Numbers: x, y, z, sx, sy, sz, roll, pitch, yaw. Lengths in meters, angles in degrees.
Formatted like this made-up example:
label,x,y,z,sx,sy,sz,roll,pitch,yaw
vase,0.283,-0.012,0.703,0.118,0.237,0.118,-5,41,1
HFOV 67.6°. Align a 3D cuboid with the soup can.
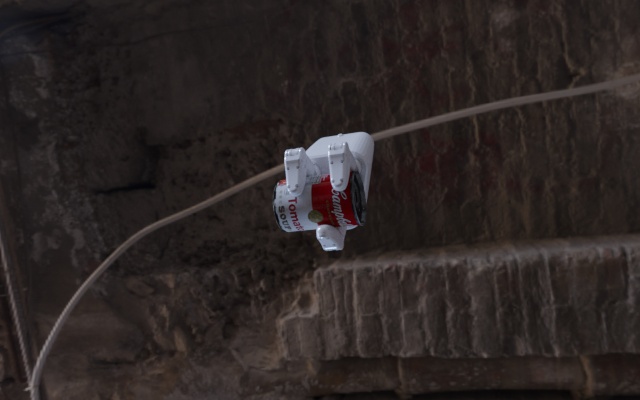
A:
label,x,y,z,sx,sy,sz,roll,pitch,yaw
soup can,0.000,0.002,0.595,0.102,0.068,0.068,-6,-2,16
